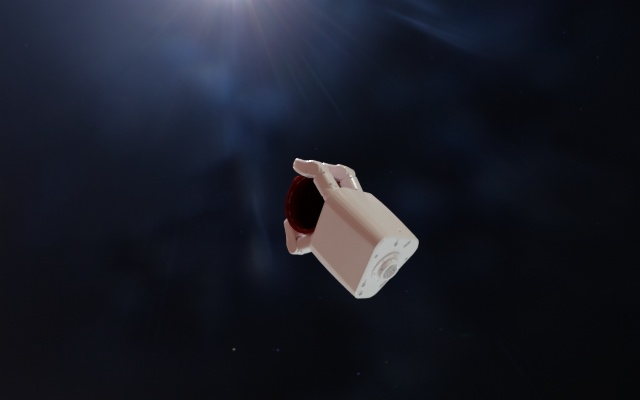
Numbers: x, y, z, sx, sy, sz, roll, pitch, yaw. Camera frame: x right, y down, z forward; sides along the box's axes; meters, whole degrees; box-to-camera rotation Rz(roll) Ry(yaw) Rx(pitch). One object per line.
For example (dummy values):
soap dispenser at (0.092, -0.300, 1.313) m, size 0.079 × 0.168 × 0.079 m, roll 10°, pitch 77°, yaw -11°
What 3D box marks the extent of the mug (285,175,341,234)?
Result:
mug at (-0.001, 0.002, 0.737) m, size 0.081 × 0.093 × 0.117 m, roll 14°, pitch 25°, yaw -48°
